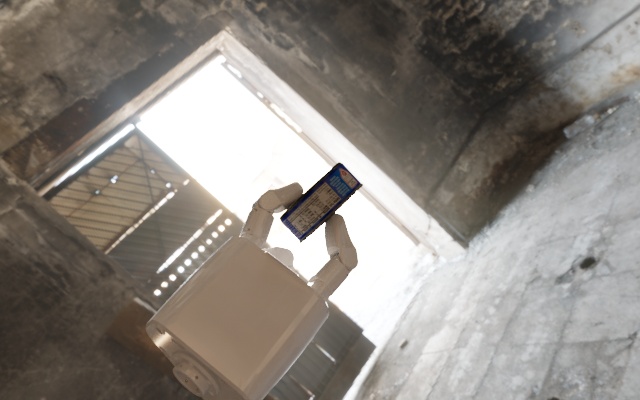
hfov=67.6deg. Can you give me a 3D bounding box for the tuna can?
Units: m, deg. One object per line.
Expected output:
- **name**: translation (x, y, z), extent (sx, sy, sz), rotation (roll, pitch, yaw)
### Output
- **tuna can**: translation (0.000, 0.001, 0.474), extent (0.086, 0.034, 0.086), rotation (-43, 0, 0)
